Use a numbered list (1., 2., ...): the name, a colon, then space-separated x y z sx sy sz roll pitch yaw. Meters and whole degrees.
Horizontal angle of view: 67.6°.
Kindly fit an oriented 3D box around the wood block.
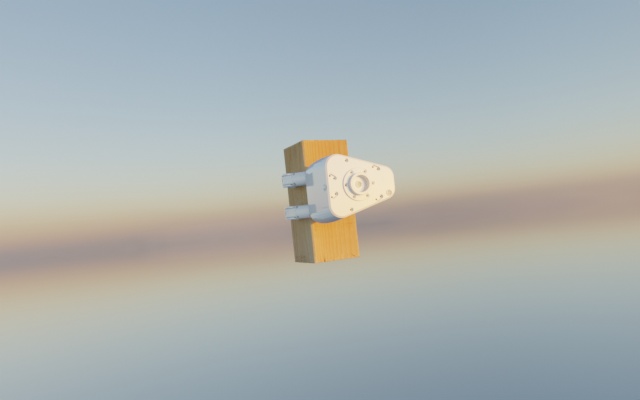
1. wood block: 0.001 0.003 0.849 0.091 0.206 0.090 -4 -3 -26
